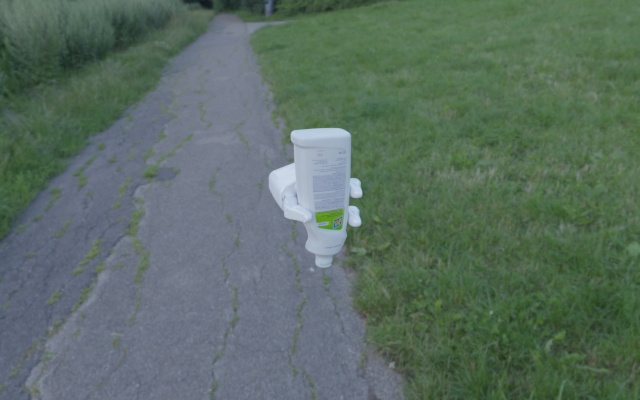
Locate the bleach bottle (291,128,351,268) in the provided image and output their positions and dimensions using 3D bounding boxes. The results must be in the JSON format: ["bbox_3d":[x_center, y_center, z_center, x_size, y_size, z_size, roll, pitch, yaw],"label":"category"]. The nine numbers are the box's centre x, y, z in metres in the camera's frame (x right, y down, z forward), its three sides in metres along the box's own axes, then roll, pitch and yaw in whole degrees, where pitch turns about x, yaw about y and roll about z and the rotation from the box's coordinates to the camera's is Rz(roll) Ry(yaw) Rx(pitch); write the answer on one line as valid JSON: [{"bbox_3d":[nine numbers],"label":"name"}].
[{"bbox_3d":[0.000,0.003,0.843,0.102,0.251,0.068,-6,22,-18],"label":"bleach bottle"}]
